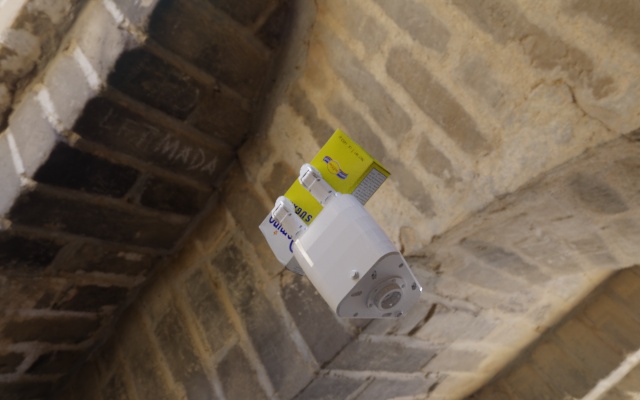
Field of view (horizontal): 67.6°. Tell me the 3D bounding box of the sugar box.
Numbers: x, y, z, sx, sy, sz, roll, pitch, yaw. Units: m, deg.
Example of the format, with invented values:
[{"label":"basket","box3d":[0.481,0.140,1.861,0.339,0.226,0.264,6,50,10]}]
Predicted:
[{"label":"sugar box","box3d":[0.000,0.002,0.622,0.048,0.176,0.093,32,13,-43]}]
